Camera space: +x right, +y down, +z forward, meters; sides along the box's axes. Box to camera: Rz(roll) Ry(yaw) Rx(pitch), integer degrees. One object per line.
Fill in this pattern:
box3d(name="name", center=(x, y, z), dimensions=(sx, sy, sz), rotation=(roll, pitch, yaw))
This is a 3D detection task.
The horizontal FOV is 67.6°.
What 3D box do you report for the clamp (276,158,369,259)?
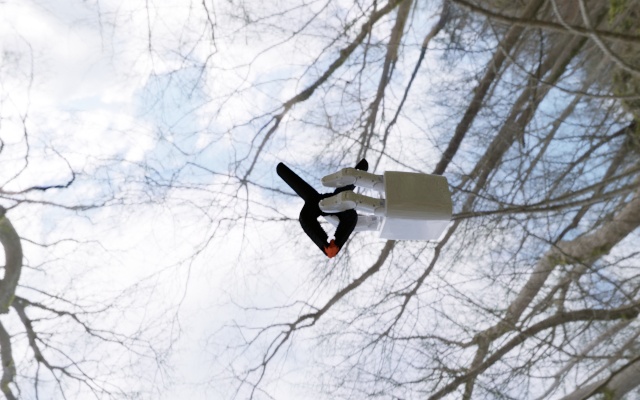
box3d(name="clamp", center=(0.000, 0.004, 0.791), dimensions=(0.164, 0.209, 0.036), rotation=(1, -43, 2))
